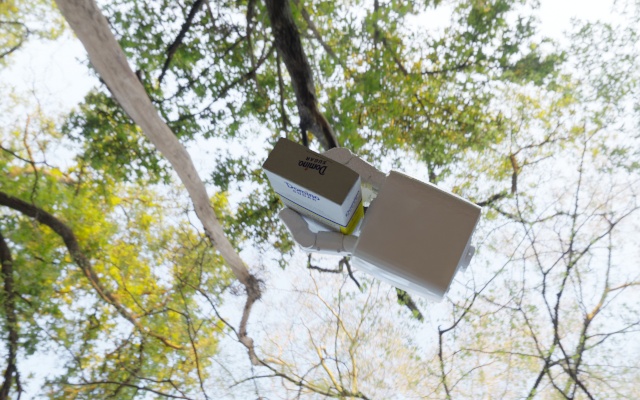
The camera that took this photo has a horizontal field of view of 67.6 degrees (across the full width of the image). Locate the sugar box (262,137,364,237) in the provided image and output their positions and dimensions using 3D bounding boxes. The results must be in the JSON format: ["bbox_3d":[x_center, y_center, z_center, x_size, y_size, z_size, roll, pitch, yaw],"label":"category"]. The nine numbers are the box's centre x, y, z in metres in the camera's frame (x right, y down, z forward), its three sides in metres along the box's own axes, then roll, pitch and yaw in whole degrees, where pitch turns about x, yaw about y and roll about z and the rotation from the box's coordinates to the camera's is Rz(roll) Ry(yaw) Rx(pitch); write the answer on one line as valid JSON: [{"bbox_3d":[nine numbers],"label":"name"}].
[{"bbox_3d":[0.000,0.001,0.537,0.093,0.048,0.176,26,-18,15],"label":"sugar box"}]
